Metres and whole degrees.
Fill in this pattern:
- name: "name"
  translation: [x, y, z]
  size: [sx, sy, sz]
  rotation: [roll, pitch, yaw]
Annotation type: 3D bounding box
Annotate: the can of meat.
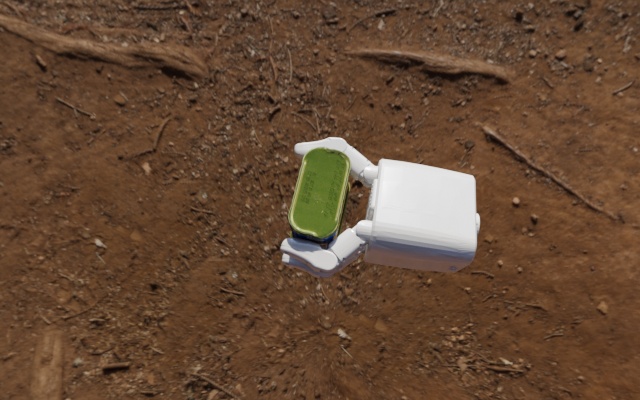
- name: "can of meat"
  translation: [0.000, 0.002, 0.522]
  size: [0.057, 0.102, 0.084]
  rotation: [12, -16, 3]
